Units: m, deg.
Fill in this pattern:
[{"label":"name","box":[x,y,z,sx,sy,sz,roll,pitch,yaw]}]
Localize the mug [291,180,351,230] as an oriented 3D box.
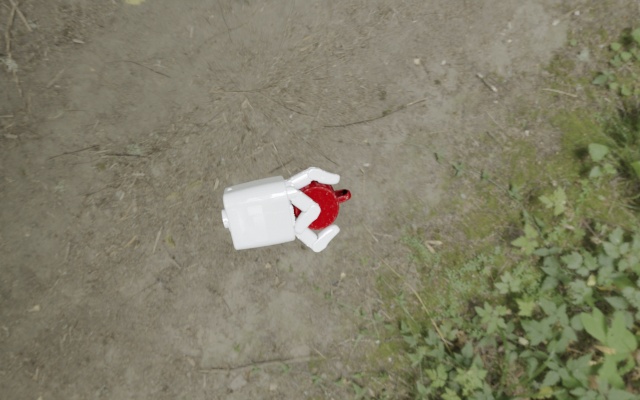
[{"label":"mug","box":[0.002,0.003,0.878,0.117,0.093,0.081,-12,14,-6]}]
